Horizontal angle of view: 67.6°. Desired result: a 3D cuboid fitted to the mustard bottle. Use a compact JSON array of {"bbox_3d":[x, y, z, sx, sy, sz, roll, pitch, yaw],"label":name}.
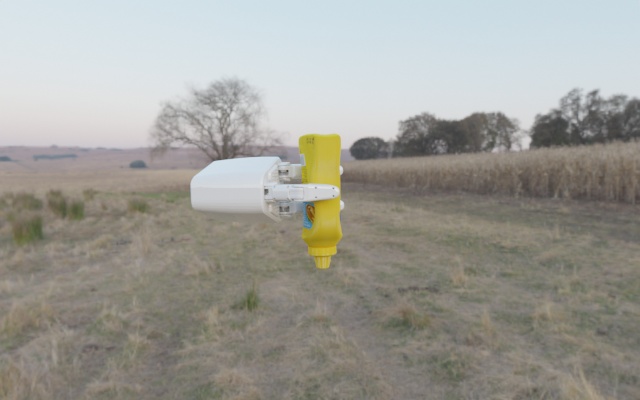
[{"bbox_3d":[0.000,0.002,0.684,0.058,0.191,0.096,-2,4,-14],"label":"mustard bottle"}]
